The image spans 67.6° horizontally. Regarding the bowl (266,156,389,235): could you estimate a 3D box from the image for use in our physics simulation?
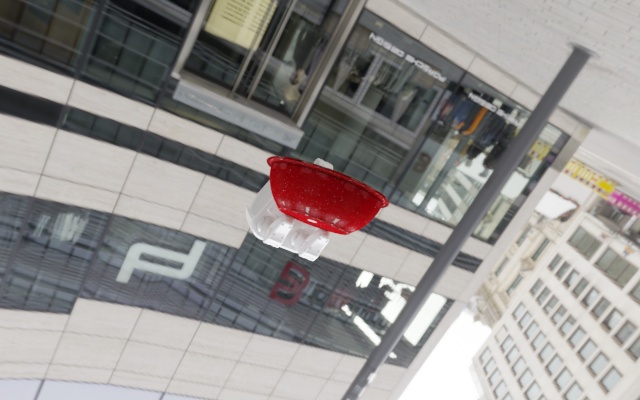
[{"bbox_3d":[0.000,0.002,0.590,0.162,0.055,0.162,20,-9,3],"label":"bowl"}]
